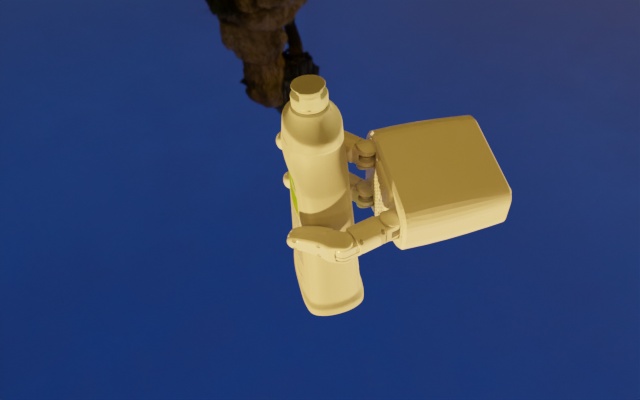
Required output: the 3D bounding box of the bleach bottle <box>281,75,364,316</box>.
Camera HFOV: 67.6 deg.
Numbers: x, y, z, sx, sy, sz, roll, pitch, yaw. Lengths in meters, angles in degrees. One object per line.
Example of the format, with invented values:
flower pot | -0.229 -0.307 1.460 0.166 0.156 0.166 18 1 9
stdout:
bleach bottle | 0.000 0.001 0.460 0.068 0.251 0.102 -14 46 -8
